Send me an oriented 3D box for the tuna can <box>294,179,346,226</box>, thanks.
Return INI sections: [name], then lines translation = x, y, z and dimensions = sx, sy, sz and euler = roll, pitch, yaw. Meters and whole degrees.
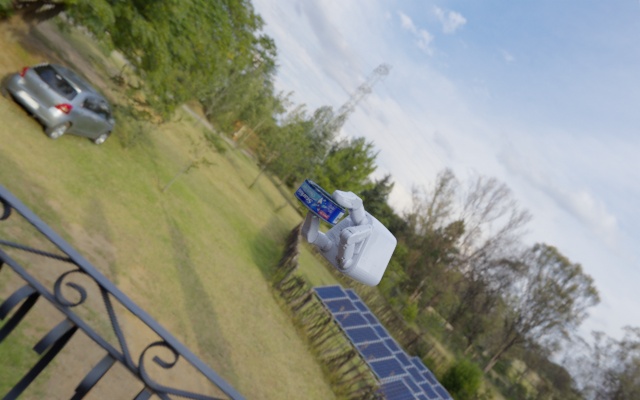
[tuna can]
translation = 0.000, 0.002, 0.787
dimensions = 0.086, 0.034, 0.086
euler = 39, 6, -5
